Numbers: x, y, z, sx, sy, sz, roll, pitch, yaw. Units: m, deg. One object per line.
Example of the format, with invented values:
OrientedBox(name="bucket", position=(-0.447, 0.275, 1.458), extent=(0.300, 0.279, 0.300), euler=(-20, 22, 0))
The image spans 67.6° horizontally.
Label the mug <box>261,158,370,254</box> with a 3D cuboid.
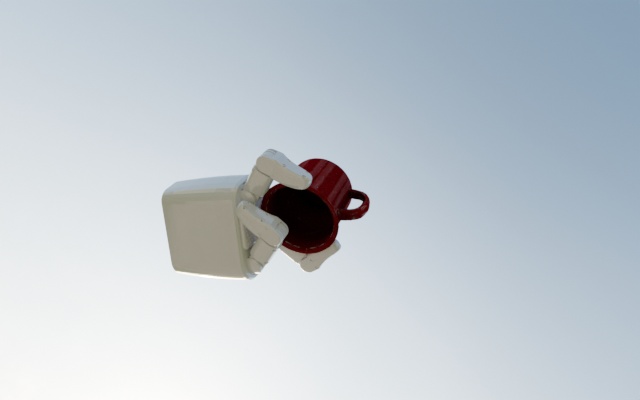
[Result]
OrientedBox(name="mug", position=(0.001, 0.002, 0.555), extent=(0.117, 0.093, 0.081), euler=(0, 29, 22))
